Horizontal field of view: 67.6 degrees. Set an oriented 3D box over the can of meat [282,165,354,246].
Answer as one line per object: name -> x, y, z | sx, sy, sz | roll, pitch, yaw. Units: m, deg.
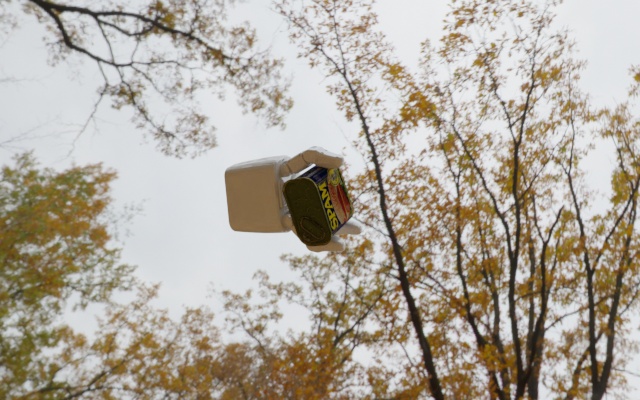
can of meat -> 0.000, 0.002, 0.691 | 0.057, 0.102, 0.084 | -9, 17, 32
